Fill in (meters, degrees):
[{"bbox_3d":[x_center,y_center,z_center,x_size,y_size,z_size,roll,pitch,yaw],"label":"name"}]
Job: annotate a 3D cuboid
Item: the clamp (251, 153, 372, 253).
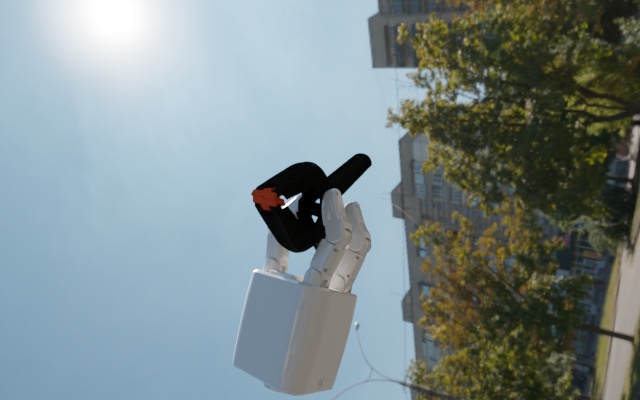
[{"bbox_3d":[-0.001,0.002,0.525,0.036,0.164,0.210,8,-10,30],"label":"clamp"}]
